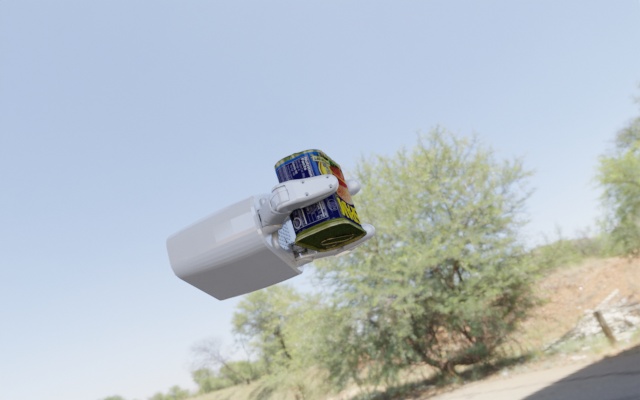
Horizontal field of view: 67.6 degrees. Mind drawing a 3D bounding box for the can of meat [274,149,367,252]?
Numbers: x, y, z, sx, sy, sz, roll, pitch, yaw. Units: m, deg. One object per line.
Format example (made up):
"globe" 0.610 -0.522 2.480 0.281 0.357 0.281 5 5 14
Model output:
"can of meat" 0.000 0.001 0.493 0.057 0.084 0.102 -24 -18 14
